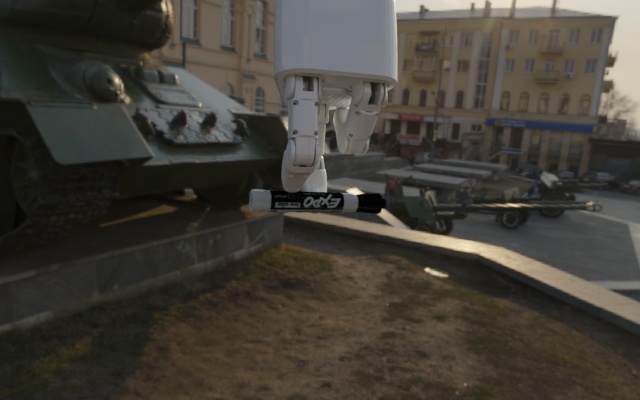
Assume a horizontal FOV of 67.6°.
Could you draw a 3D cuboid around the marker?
[{"bbox_3d":[0.000,0.001,0.413,0.121,0.020,0.020,1,0,-17],"label":"marker"}]
